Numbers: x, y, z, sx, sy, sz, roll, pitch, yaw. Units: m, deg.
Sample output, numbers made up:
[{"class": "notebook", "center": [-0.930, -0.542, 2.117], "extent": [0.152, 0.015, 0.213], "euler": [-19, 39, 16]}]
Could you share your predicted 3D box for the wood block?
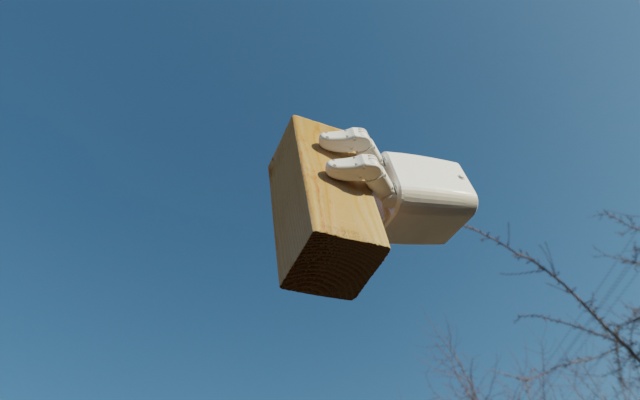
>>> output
[{"class": "wood block", "center": [0.000, 0.002, 0.557], "extent": [0.090, 0.091, 0.206], "euler": [14, 37, -21]}]
